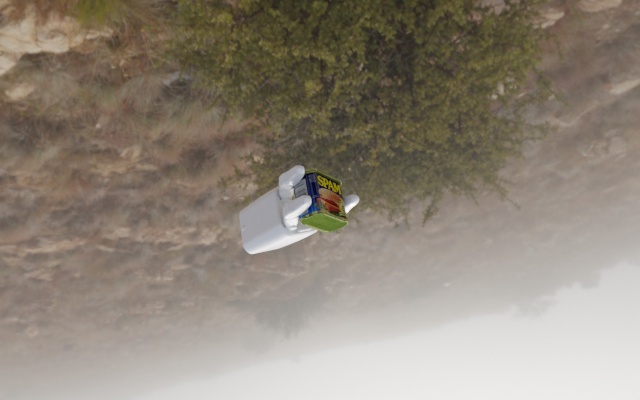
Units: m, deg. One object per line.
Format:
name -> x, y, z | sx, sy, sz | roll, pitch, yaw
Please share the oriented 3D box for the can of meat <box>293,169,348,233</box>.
can of meat -> 0.000, 0.003, 0.830 | 0.057, 0.084, 0.102 | -26, -28, 29
